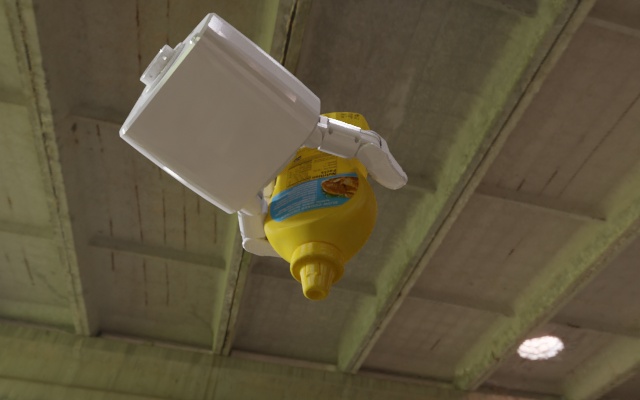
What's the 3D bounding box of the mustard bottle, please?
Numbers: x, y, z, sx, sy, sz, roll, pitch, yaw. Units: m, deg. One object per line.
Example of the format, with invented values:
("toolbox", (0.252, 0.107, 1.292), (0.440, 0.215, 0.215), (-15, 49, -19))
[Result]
("mustard bottle", (0.000, 0.001, 0.412), (0.096, 0.058, 0.191), (-14, 41, 16))
